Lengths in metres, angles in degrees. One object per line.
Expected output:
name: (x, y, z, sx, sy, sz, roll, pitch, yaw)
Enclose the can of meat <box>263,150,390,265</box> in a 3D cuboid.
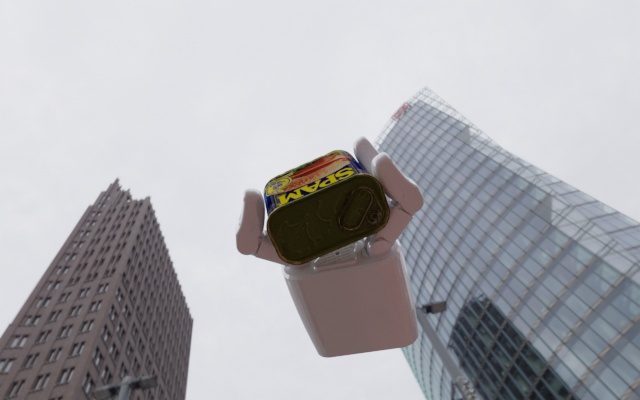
can of meat: (0.000, 0.001, 0.430, 0.102, 0.057, 0.084, -23, 24, -1)
